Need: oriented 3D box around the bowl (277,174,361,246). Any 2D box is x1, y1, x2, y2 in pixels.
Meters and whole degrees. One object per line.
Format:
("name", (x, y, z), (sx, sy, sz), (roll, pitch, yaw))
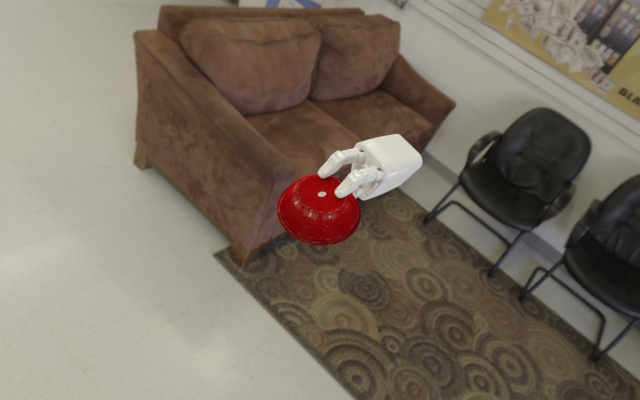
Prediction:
("bowl", (-0.001, 0.003, 0.887), (0.162, 0.162, 0.055), (0, -38, -8))
